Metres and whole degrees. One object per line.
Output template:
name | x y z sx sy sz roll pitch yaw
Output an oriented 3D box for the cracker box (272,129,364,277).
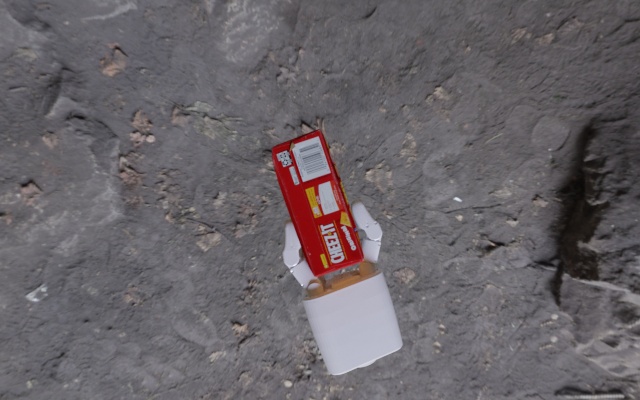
cracker box | 0.000 0.002 0.656 0.072 0.164 0.213 -19 0 3
